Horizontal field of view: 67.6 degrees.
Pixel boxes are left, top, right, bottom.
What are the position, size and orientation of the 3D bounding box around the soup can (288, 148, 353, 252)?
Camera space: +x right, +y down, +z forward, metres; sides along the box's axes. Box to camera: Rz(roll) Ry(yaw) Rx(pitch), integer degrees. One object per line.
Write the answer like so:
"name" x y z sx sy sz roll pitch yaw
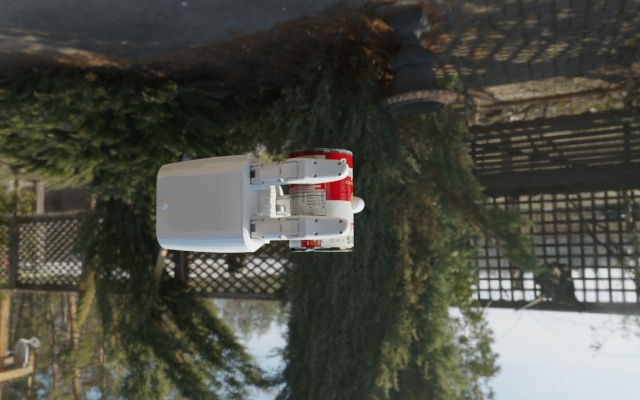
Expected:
"soup can" 0.001 0.002 0.498 0.068 0.102 0.068 -1 -5 0
